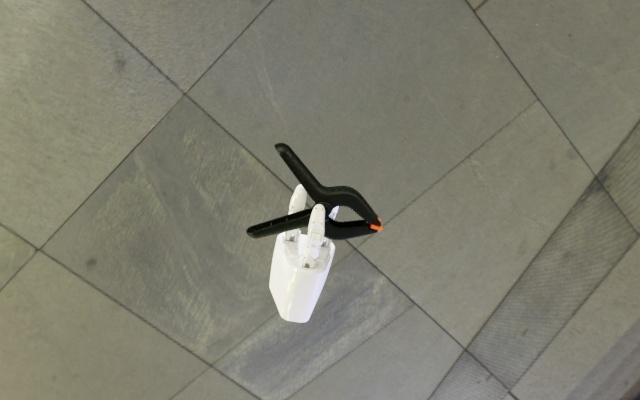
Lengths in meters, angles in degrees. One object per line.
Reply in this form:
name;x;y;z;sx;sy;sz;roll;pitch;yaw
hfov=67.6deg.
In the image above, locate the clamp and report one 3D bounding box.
clamp;0.001;0.003;0.743;0.210;0.165;0.036;10;26;-8
